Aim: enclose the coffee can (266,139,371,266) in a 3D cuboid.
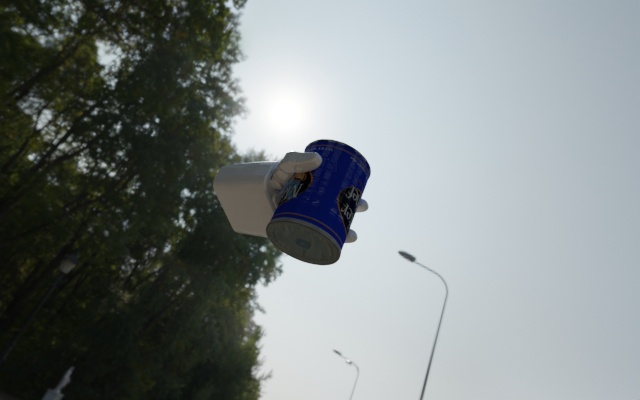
[{"bbox_3d":[0.000,0.002,0.649,0.103,0.140,0.103,17,-32,11],"label":"coffee can"}]
